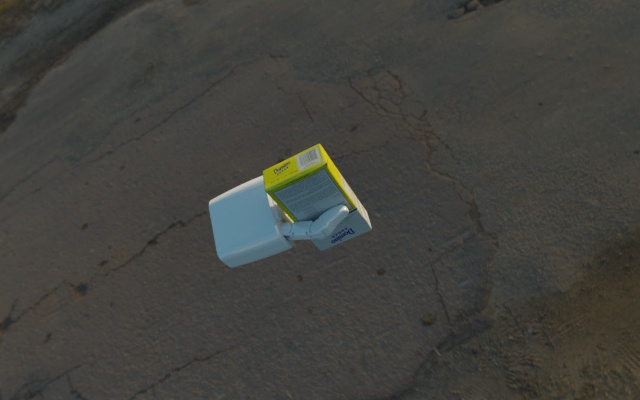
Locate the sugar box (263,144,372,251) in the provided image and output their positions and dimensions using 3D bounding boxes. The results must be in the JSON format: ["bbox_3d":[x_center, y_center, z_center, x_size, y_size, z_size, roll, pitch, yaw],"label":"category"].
[{"bbox_3d":[0.000,0.002,0.700,0.093,0.048,0.176,-24,-39,12],"label":"sugar box"}]
